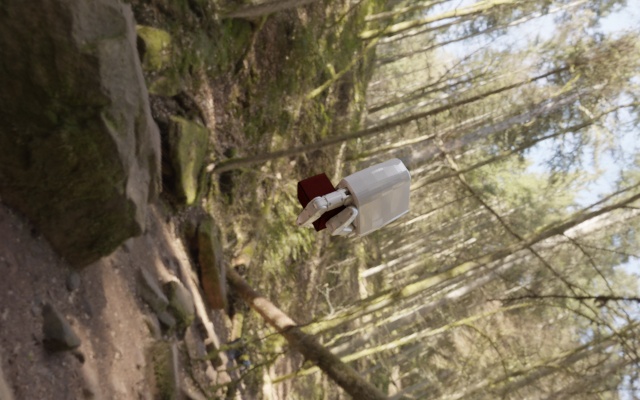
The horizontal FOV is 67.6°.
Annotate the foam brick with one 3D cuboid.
[{"bbox_3d":[0.000,0.002,0.803,0.051,0.078,0.053,-24,-24,-16],"label":"foam brick"}]
